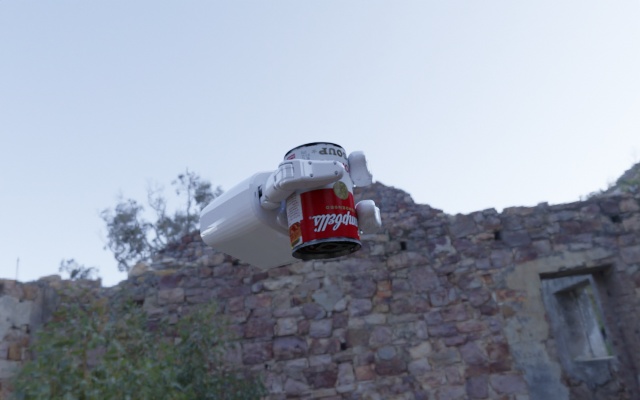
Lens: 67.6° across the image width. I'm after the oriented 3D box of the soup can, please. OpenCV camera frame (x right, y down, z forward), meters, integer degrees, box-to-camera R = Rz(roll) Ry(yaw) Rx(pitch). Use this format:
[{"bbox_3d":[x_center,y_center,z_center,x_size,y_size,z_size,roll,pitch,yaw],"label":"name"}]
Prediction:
[{"bbox_3d":[0.000,0.001,0.475,0.068,0.102,0.068,-6,-20,-2],"label":"soup can"}]
